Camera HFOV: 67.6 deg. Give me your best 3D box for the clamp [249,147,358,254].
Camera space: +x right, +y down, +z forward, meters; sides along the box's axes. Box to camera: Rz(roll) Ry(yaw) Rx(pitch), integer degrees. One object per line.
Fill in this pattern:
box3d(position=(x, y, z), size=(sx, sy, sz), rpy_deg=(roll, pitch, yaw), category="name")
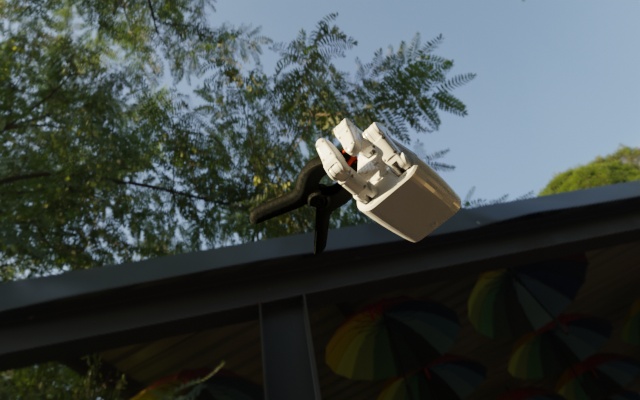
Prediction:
box3d(position=(0.000, 0.002, 0.646), size=(0.120, 0.039, 0.171), rpy_deg=(34, -62, -32), category="clamp")
